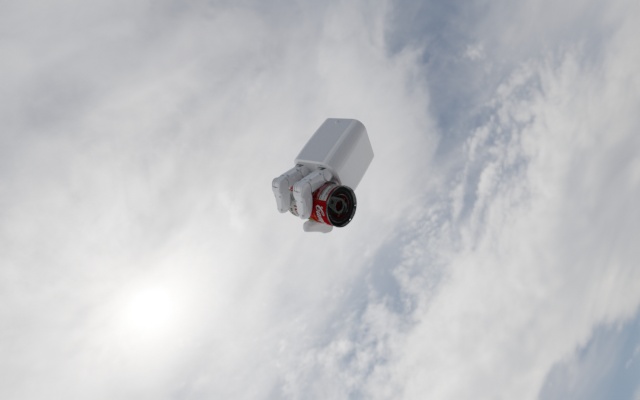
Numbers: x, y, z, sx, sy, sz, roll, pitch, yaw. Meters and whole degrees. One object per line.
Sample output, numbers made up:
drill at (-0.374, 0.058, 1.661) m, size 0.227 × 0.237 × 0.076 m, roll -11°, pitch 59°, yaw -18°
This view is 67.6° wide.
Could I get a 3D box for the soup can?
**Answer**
soup can at (0.000, 0.003, 0.789) m, size 0.068 × 0.068 × 0.102 m, roll 0°, pitch 8°, yaw -44°
